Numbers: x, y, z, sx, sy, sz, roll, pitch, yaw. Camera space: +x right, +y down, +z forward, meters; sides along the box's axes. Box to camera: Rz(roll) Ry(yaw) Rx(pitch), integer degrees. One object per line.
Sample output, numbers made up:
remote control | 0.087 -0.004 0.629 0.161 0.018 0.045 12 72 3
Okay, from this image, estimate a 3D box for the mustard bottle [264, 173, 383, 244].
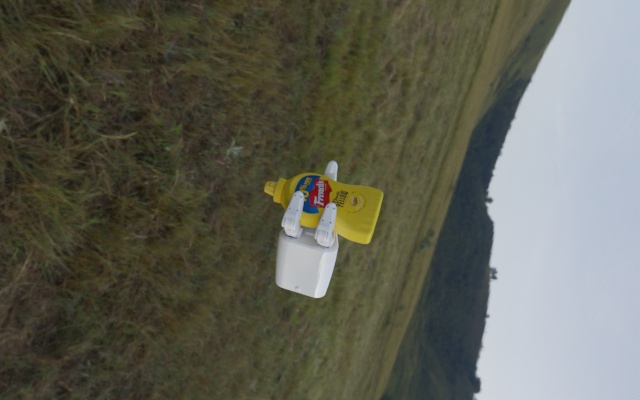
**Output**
mustard bottle | 0.000 0.002 0.782 0.191 0.096 0.058 15 -35 8
